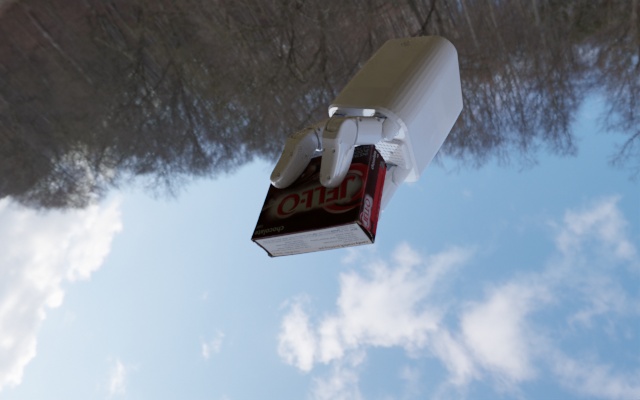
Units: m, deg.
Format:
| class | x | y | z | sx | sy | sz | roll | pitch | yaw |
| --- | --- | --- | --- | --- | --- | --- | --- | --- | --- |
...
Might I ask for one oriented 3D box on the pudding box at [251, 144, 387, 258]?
| class | x | y | z | sx | sy | sz | roll | pitch | yaw |
| --- | --- | --- | --- | --- | --- | --- | --- | --- | --- |
| pudding box | 0.000 | 0.001 | 0.437 | 0.113 | 0.090 | 0.039 | -14 | -46 | 32 |
